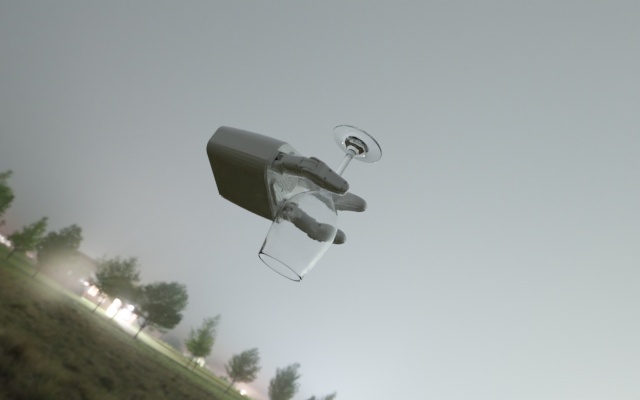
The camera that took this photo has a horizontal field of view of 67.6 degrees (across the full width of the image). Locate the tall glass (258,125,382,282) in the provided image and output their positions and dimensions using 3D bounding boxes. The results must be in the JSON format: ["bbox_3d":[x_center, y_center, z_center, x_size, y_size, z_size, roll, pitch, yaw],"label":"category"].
[{"bbox_3d":[0.001,0.001,0.606,0.079,0.201,0.079,27,-22,12],"label":"tall glass"}]
